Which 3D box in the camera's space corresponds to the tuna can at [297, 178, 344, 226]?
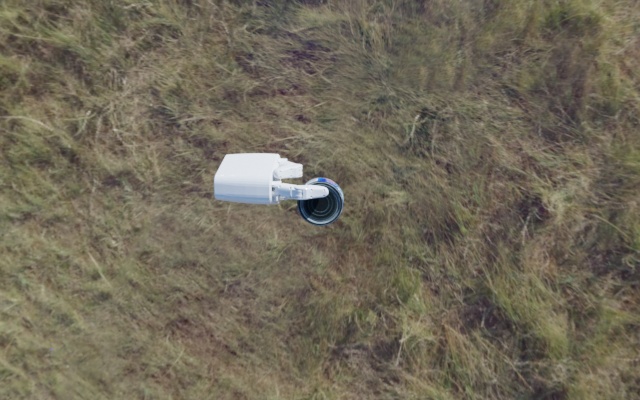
[{"bbox_3d":[0.000,0.003,0.876,0.086,0.086,0.033,0,14,2],"label":"tuna can"}]
